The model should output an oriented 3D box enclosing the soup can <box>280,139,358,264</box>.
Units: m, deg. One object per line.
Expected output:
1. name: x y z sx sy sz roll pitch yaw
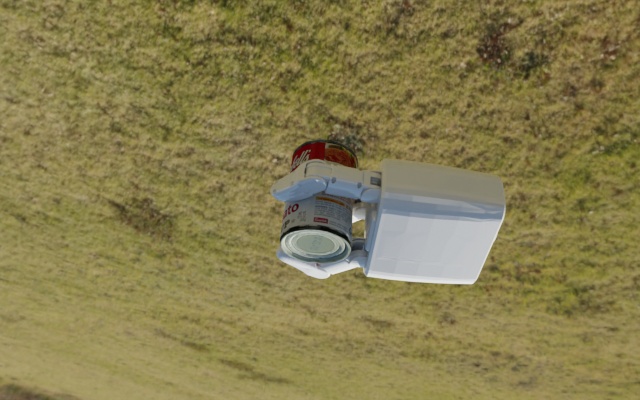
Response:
1. soup can: 0.000 0.002 0.460 0.068 0.102 0.069 4 -34 3
